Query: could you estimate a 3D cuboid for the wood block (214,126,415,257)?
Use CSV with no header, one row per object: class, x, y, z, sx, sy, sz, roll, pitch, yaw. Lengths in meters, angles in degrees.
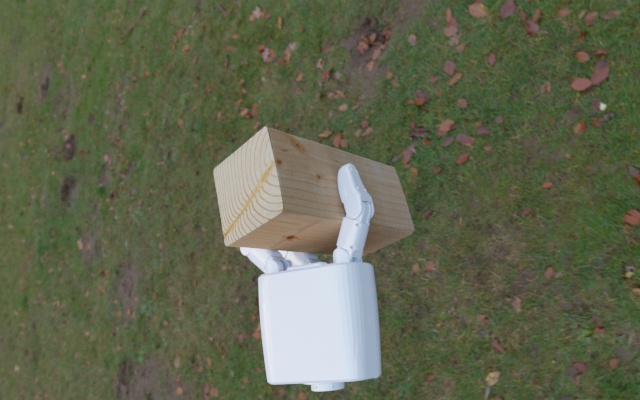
wood block,0.000,0.002,0.524,0.091,0.090,0.206,-31,-28,36
